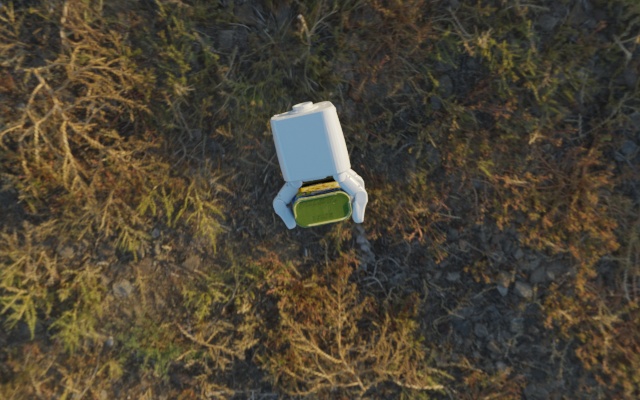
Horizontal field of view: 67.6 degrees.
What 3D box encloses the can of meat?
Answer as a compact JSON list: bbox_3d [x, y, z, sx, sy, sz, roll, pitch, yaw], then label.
[{"bbox_3d":[0.000,0.003,0.819,0.102,0.057,0.084,-11,18,-1],"label":"can of meat"}]
